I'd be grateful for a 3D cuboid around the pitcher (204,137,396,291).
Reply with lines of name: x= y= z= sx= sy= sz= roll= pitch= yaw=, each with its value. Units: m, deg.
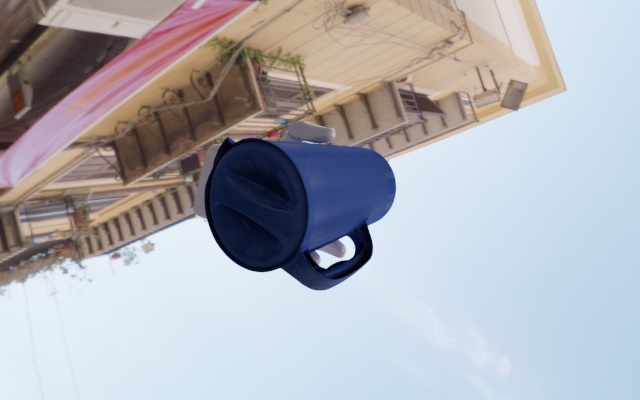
pitcher: x=0.000 y=0.002 z=0.560 sx=0.145 sy=0.149 sz=0.243 roll=7 pitch=10 yaw=32
